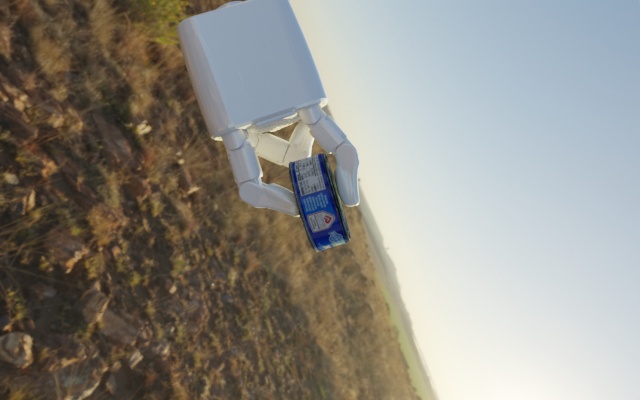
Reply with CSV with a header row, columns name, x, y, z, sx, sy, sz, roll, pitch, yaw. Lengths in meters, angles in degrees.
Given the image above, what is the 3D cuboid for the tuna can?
name,x,y,z,sx,sy,sz,roll,pitch,yaw
tuna can,0.001,0.001,0.434,0.034,0.086,0.086,-17,-1,5
